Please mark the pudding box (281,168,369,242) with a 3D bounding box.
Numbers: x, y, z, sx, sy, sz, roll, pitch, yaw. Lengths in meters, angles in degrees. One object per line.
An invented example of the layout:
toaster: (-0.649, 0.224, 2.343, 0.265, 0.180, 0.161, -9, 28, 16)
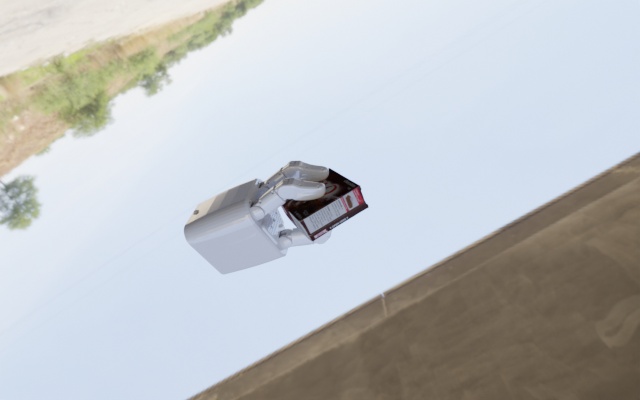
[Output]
pudding box: (0.000, 0.002, 0.639, 0.090, 0.039, 0.113, -32, 26, -9)
